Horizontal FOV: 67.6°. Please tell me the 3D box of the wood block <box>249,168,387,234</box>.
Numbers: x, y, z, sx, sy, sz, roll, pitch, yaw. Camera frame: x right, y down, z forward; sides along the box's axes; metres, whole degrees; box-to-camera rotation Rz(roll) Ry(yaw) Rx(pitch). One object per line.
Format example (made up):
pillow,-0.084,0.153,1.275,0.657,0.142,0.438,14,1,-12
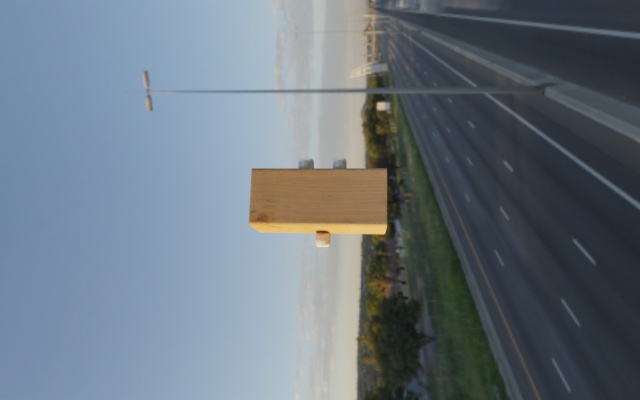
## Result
wood block,0.000,0.003,0.753,0.206,0.090,0.090,0,-12,5
